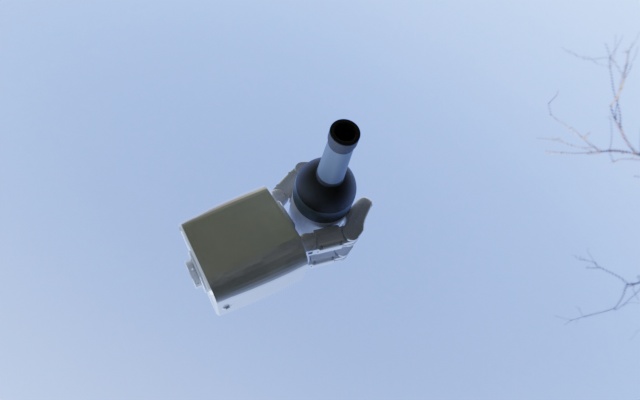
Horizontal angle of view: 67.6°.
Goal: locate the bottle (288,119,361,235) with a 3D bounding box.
[{"bbox_3d":[0.000,0.002,0.540,0.069,0.069,0.296,0,-24,-9],"label":"bottle"}]
